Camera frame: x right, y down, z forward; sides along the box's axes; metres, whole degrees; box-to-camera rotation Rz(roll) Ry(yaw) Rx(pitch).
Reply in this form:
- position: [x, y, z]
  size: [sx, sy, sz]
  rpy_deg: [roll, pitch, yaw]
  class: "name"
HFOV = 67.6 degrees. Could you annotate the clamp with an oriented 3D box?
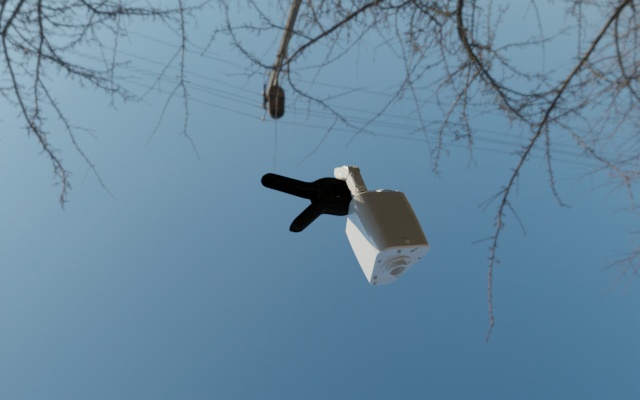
- position: [0.000, 0.003, 0.751]
  size: [0.171, 0.120, 0.039]
  rpy_deg: [-1, -41, -25]
  class: "clamp"
